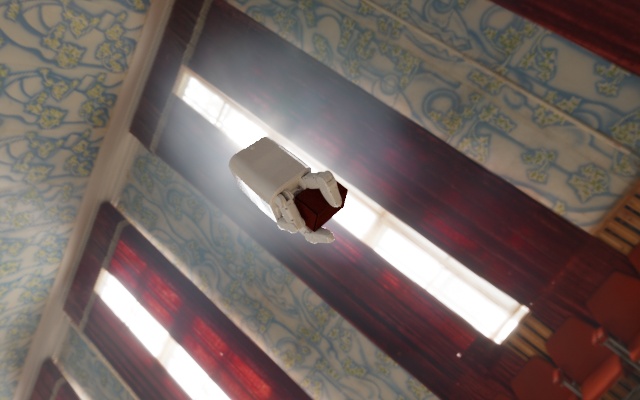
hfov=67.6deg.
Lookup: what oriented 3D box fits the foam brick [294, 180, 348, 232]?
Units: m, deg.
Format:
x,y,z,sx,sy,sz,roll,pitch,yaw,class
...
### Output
x,y,z,sx,sy,sz,roll,pitch,yaw,class
0.000,0.003,0.792,0.051,0.053,0.078,39,57,20,foam brick
